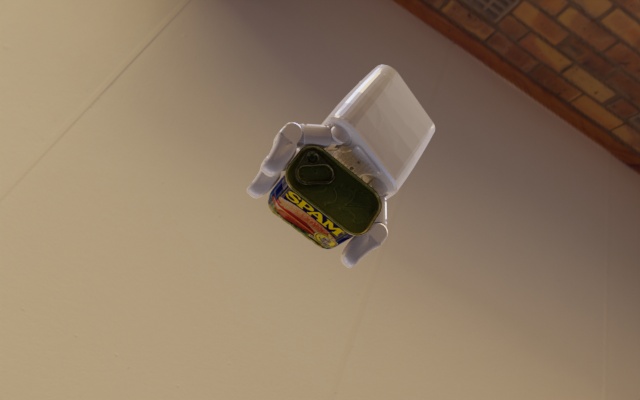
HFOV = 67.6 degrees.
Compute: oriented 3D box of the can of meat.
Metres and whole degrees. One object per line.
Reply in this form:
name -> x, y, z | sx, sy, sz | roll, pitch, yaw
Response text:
can of meat -> 0.000, 0.002, 0.504 | 0.102, 0.057, 0.084 | 38, -27, -6
